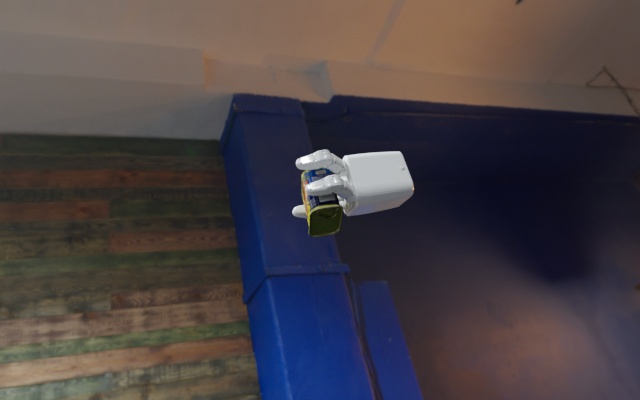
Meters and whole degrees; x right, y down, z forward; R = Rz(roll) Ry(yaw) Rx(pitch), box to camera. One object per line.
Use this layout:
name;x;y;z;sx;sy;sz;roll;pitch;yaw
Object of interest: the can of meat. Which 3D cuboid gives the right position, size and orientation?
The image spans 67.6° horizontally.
can of meat;0.000;0.003;0.832;0.057;0.084;0.102;-9;-30;-8
